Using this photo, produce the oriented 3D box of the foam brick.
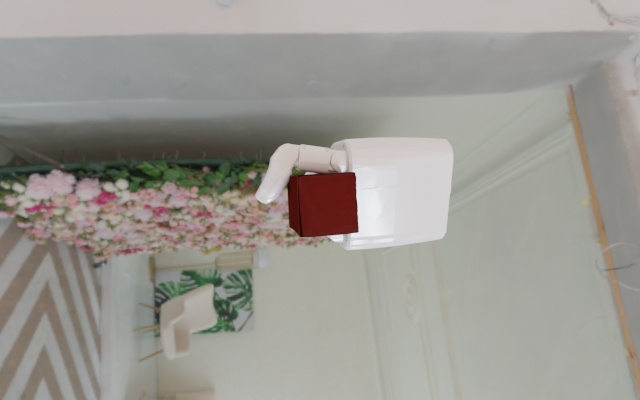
[{"bbox_3d":[0.000,0.002,0.429,0.051,0.053,0.078,-3,4,-10],"label":"foam brick"}]
